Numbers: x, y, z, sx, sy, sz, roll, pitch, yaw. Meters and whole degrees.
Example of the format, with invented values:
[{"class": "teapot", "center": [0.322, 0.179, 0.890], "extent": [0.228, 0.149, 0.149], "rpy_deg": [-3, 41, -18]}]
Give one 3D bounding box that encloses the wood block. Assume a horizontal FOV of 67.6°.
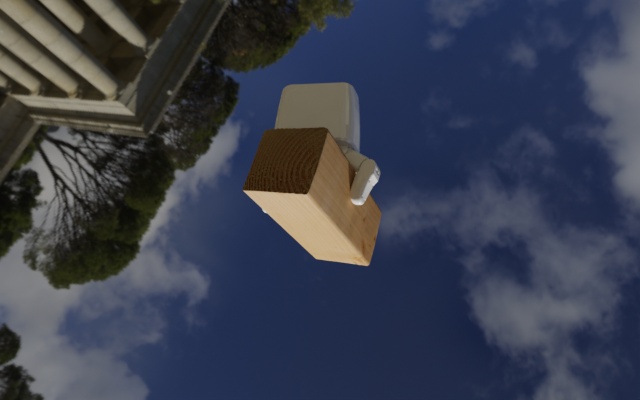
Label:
[{"class": "wood block", "center": [0.001, 0.002, 0.625], "extent": [0.091, 0.090, 0.206], "rpy_deg": [3, -27, 29]}]
